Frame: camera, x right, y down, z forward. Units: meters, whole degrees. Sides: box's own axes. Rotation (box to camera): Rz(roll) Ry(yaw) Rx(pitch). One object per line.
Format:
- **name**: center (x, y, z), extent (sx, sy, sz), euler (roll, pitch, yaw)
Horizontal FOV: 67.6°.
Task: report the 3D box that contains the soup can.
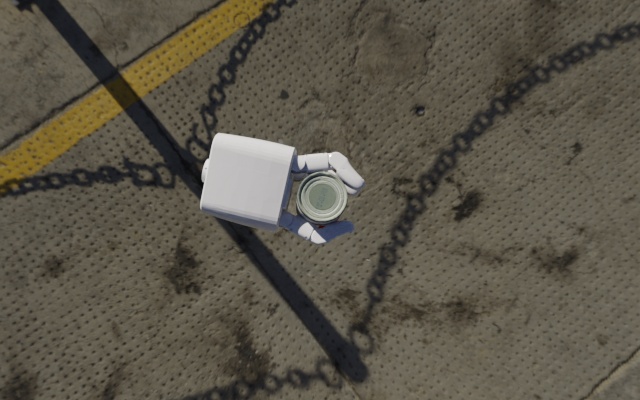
- **soup can**: center (0.001, 0.002, 0.656), extent (0.068, 0.068, 0.102), euler (0, -9, -3)
